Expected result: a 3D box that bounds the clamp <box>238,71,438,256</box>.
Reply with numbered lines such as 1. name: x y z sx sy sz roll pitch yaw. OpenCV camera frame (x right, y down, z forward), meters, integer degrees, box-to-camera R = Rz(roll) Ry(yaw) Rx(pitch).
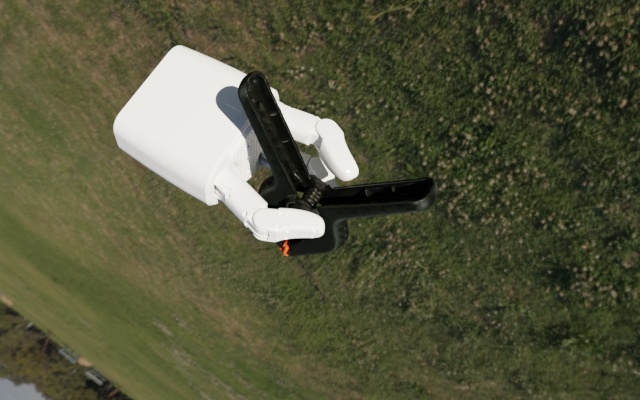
1. clamp: -0.001 0.002 0.417 0.164 0.036 0.210 30 -32 10
